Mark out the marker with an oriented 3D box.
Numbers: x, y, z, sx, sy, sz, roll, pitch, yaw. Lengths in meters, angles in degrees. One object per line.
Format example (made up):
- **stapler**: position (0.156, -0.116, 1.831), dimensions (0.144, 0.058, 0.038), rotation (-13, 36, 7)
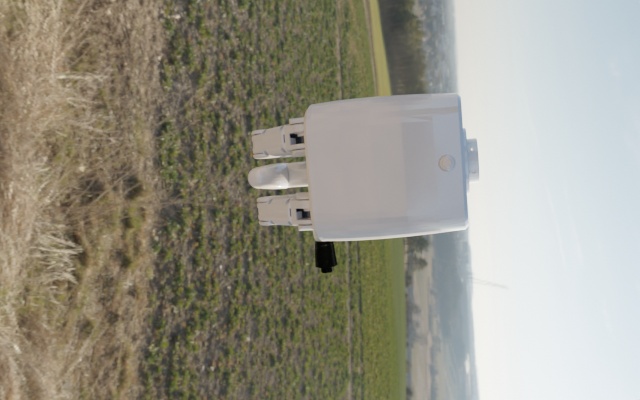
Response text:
- **marker**: position (0.000, 0.001, 0.402), dimensions (0.020, 0.121, 0.020), rotation (-5, 5, 0)
